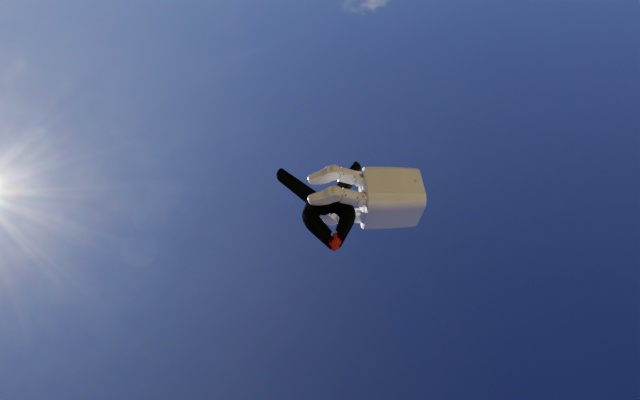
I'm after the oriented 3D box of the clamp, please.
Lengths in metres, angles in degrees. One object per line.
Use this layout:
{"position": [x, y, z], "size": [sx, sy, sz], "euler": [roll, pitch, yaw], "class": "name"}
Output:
{"position": [0.000, 0.004, 0.868], "size": [0.164, 0.036, 0.209], "euler": [-2, 45, -1], "class": "clamp"}
